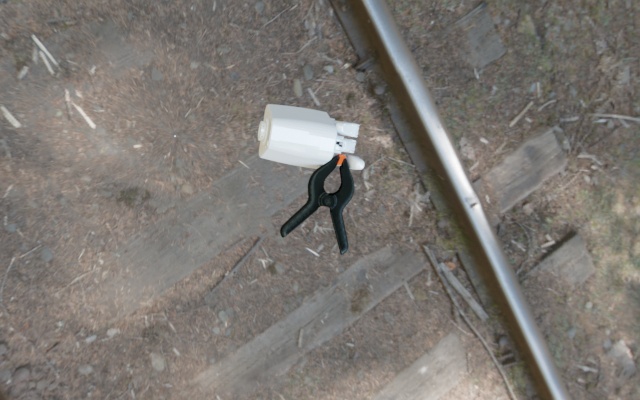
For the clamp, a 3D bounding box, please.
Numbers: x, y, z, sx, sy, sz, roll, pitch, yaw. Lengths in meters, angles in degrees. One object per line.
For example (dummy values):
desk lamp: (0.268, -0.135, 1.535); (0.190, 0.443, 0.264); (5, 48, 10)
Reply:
clamp: (0.000, 0.003, 0.809); (0.120, 0.171, 0.039); (8, 5, -13)
